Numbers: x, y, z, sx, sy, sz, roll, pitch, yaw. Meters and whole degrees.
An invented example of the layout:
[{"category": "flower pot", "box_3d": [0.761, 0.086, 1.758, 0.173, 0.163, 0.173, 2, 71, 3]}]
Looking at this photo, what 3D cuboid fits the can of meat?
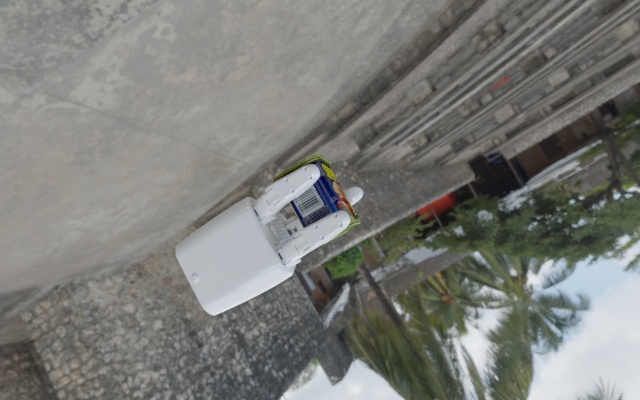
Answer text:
[{"category": "can of meat", "box_3d": [0.000, 0.002, 0.531, 0.057, 0.084, 0.102, -30, -7, 8]}]
